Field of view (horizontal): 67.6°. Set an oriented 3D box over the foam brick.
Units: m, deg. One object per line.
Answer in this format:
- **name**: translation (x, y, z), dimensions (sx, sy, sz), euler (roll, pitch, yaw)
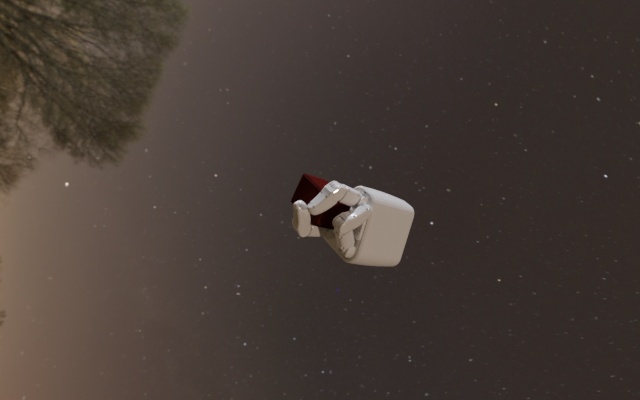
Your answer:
- **foam brick**: translation (0.000, 0.002, 0.742), dimensions (0.051, 0.053, 0.078), euler (13, 22, -40)
